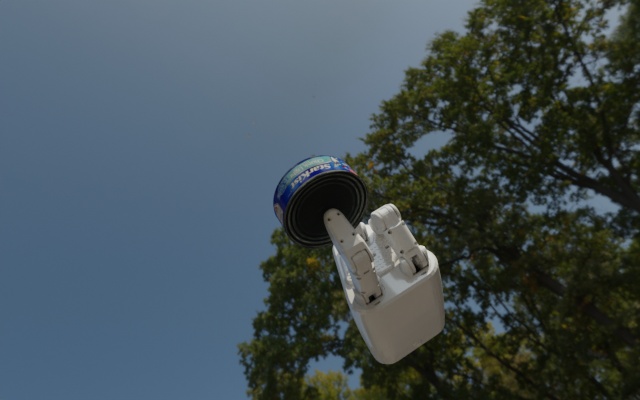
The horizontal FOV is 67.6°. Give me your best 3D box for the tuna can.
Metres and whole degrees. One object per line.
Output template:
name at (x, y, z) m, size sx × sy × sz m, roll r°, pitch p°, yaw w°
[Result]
tuna can at (0.000, 0.001, 0.446) m, size 0.086 × 0.086 × 0.033 m, roll 0°, pitch 33°, yaw -30°
